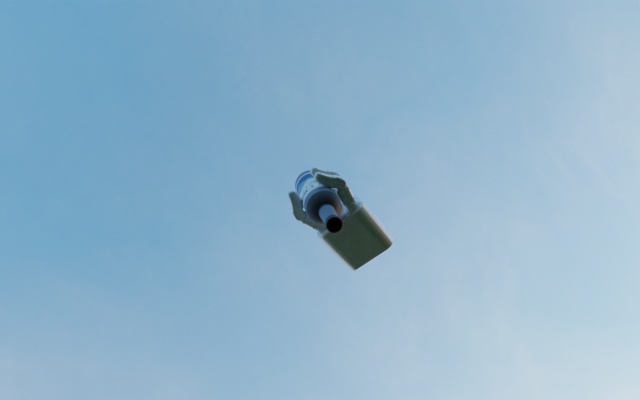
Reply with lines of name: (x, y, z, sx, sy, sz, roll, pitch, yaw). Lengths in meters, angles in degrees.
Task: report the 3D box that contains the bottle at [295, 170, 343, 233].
bottle: (0.000, 0.003, 0.896, 0.069, 0.069, 0.295, 0, 14, -9)
